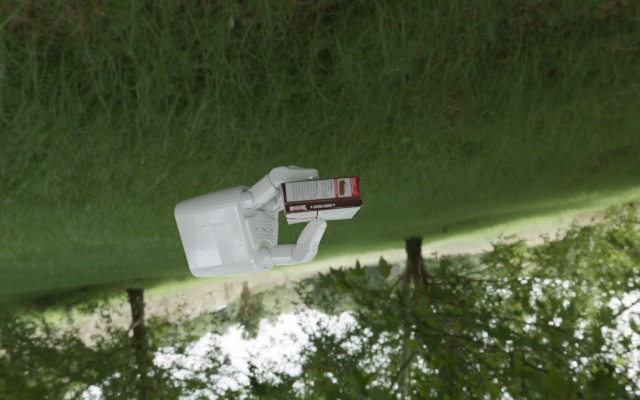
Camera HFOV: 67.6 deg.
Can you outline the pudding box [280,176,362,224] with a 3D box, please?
[{"bbox_3d":[0.000,0.002,0.576,0.090,0.039,0.113,-6,-7,-3],"label":"pudding box"}]
